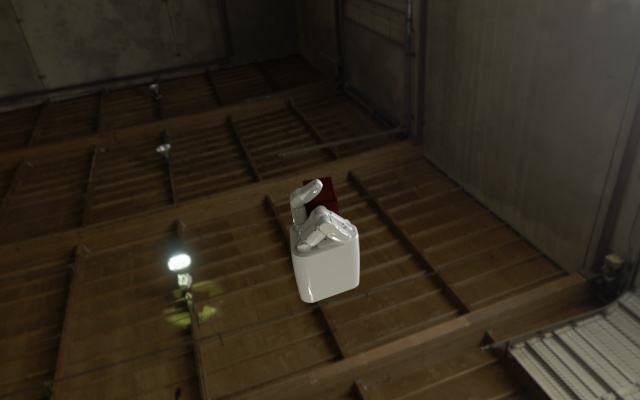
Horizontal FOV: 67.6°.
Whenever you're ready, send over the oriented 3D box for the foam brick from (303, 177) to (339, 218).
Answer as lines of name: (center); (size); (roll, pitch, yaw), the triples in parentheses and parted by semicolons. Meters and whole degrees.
foam brick: (0.000, 0.002, 0.808); (0.053, 0.051, 0.078); (-8, 32, -1)
